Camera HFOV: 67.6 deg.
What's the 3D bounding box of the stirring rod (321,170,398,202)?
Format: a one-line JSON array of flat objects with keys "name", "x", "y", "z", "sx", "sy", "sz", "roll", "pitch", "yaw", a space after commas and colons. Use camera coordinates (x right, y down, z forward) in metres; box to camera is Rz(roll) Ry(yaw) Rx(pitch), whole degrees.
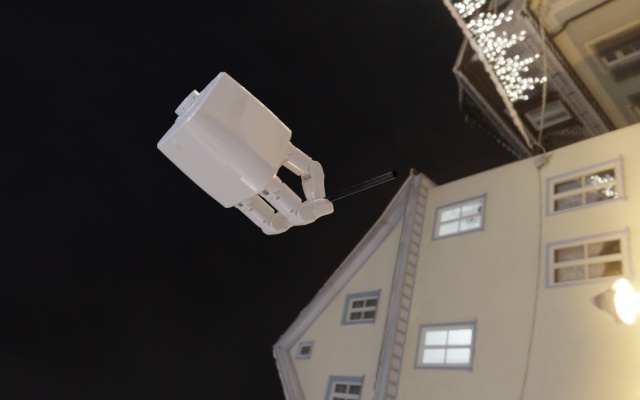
[{"name": "stirring rod", "x": 0.000, "y": 0.002, "z": 0.576, "sx": 0.011, "sy": 0.011, "sz": 0.239, "roll": 0, "pitch": -14, "yaw": -41}]
